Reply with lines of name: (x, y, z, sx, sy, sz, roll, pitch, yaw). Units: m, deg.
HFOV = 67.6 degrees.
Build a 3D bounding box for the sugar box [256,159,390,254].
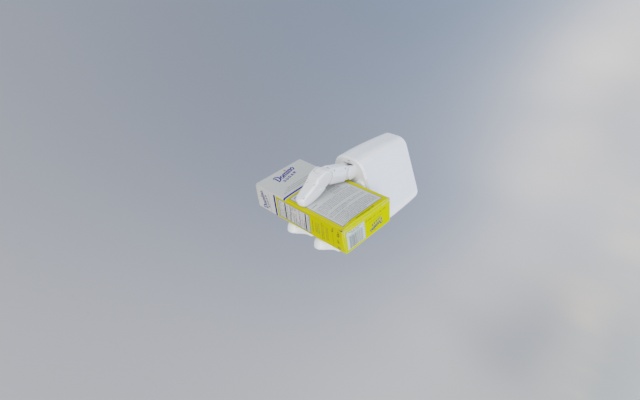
sugar box: (0.000, 0.003, 0.671, 0.093, 0.048, 0.176, -33, 40, -33)
